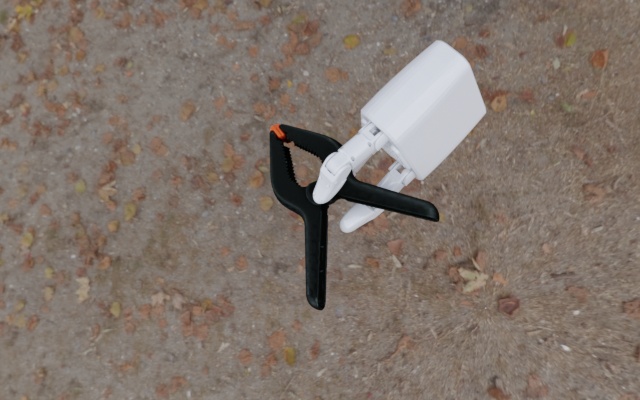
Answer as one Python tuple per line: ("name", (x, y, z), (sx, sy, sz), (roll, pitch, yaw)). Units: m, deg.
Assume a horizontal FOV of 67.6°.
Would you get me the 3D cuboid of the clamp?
("clamp", (0.000, 0.001, 0.525), (0.210, 0.164, 0.036), (47, 3, 22))
